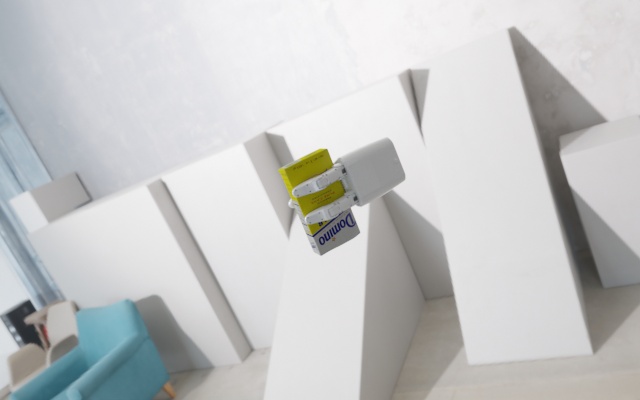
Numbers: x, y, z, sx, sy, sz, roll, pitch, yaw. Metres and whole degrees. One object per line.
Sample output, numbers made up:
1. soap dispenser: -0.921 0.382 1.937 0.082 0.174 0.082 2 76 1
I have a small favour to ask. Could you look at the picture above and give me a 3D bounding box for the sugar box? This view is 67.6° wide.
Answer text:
1. sugar box: 0.000 0.003 0.875 0.093 0.176 0.048 -28 13 -17
